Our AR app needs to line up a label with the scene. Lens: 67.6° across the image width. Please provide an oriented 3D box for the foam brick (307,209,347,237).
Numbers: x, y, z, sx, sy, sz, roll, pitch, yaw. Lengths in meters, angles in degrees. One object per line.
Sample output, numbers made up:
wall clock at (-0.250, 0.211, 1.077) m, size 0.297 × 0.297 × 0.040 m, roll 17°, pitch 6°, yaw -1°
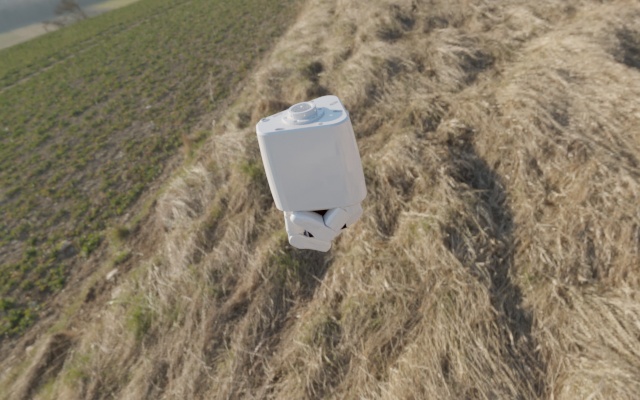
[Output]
foam brick at (0.000, 0.002, 0.634) m, size 0.053 × 0.051 × 0.078 m, roll -15°, pitch 32°, yaw -1°
